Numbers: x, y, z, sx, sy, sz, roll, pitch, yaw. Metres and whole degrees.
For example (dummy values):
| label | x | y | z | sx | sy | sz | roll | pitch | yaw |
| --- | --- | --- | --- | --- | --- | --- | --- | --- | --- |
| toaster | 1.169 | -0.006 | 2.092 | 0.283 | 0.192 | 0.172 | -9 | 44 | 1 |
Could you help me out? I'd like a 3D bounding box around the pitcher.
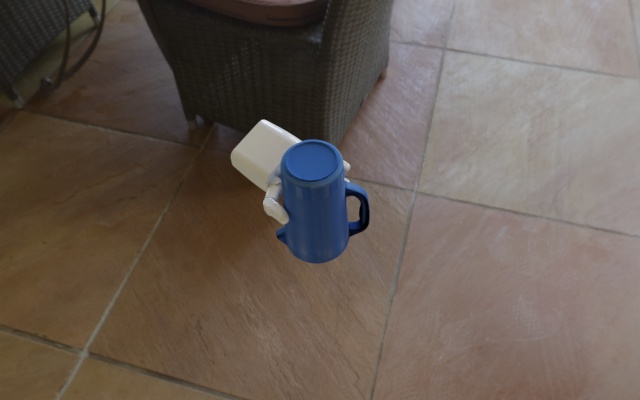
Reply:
| label | x | y | z | sx | sy | sz | roll | pitch | yaw |
| --- | --- | --- | --- | --- | --- | --- | --- | --- | --- |
| pitcher | 0.000 | 0.003 | 0.896 | 0.145 | 0.149 | 0.243 | 35 | -28 | 24 |
